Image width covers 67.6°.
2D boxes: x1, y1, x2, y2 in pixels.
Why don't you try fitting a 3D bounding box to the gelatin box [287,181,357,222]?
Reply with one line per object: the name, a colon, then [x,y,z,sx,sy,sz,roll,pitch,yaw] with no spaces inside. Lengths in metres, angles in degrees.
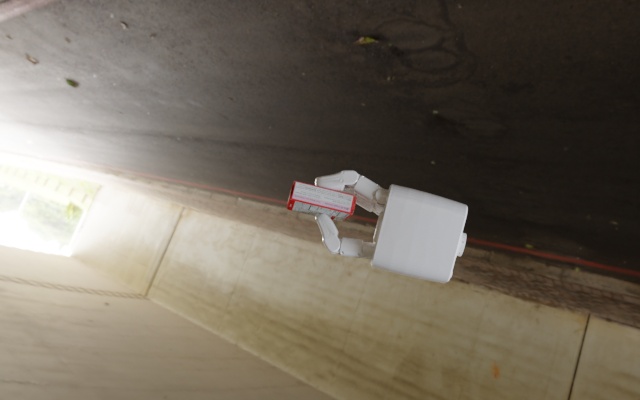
gelatin box: [0.000,0.003,0.670,0.089,0.030,0.073,13,-12,-5]
